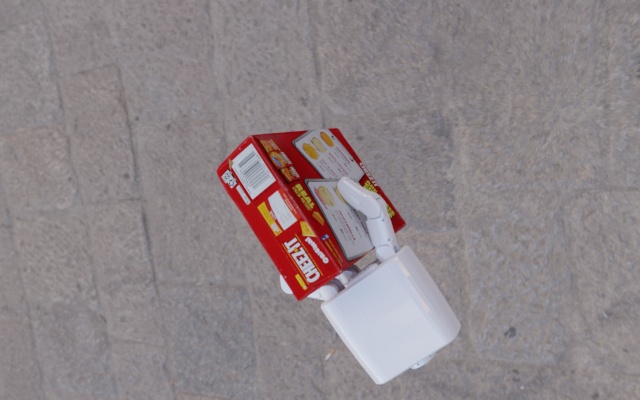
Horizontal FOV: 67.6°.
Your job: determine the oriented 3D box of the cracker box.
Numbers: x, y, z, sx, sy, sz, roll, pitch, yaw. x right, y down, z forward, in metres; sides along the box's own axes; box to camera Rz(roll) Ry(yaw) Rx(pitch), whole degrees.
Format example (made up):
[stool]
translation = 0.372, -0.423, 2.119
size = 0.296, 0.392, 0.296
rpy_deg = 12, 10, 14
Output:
[cracker box]
translation = 0.000, 0.002, 0.562
size = 0.072, 0.164, 0.213
rpy_deg = -38, -8, 27
